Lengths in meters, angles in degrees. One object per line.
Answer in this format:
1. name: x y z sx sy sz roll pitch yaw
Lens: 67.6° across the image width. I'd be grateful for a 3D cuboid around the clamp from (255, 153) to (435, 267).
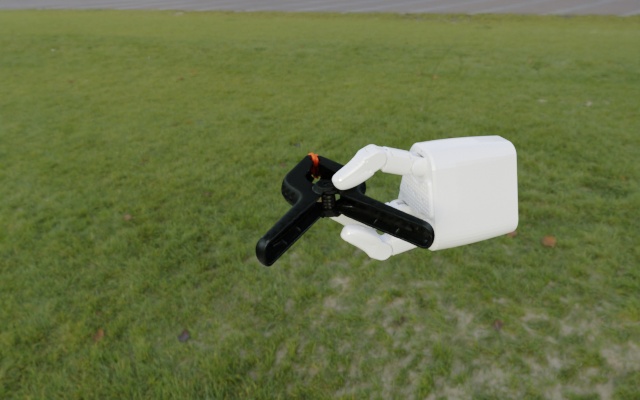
1. clamp: 0.000 0.001 0.504 0.164 0.036 0.210 -8 28 -15
